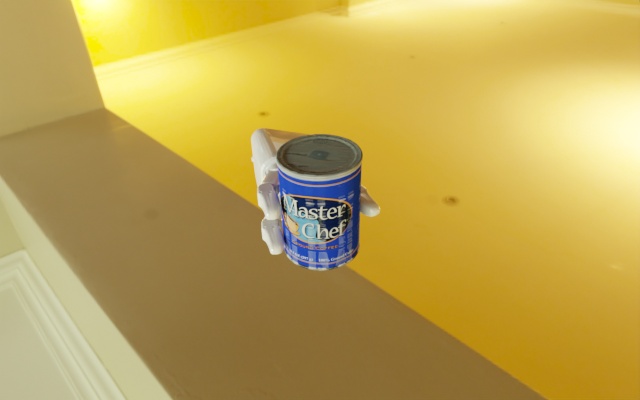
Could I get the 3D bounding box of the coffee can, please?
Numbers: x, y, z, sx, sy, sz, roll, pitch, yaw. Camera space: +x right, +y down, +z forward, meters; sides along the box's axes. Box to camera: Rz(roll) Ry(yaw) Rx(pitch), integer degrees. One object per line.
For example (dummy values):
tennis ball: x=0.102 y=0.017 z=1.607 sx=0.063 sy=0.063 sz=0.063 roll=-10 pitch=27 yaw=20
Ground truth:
coffee can: x=0.000 y=0.002 z=0.600 sx=0.103 sy=0.140 sz=0.102 roll=-1 pitch=35 yaw=1
